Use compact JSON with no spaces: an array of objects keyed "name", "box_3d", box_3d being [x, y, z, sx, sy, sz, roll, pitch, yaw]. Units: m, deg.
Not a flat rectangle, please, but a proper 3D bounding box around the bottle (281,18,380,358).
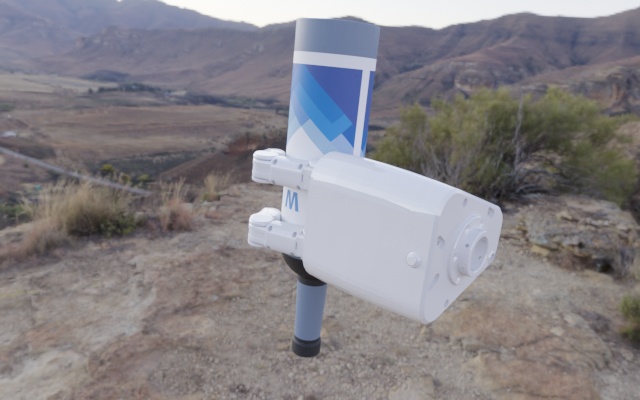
[{"name":"bottle","box_3d":[0.000,0.001,0.417,0.069,0.296,0.069,5,15,-1]}]
